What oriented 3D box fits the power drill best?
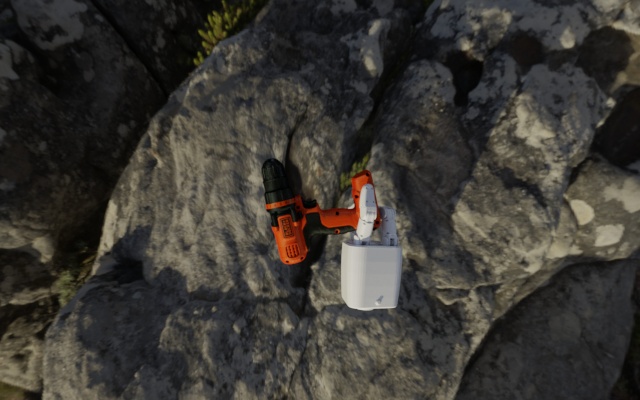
[{"bbox_3d":[0.001,0.003,0.825,0.187,0.184,0.057,-13,6,-4],"label":"power drill"}]
